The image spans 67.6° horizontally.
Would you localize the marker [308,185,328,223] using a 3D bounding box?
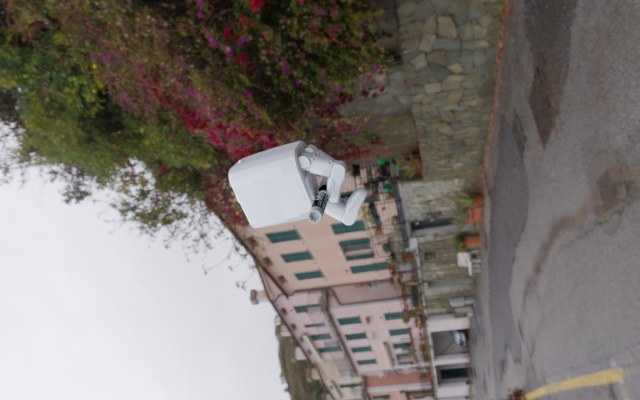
[{"bbox_3d":[0.000,0.002,0.663,0.020,0.020,0.121,0,18,7],"label":"marker"}]
